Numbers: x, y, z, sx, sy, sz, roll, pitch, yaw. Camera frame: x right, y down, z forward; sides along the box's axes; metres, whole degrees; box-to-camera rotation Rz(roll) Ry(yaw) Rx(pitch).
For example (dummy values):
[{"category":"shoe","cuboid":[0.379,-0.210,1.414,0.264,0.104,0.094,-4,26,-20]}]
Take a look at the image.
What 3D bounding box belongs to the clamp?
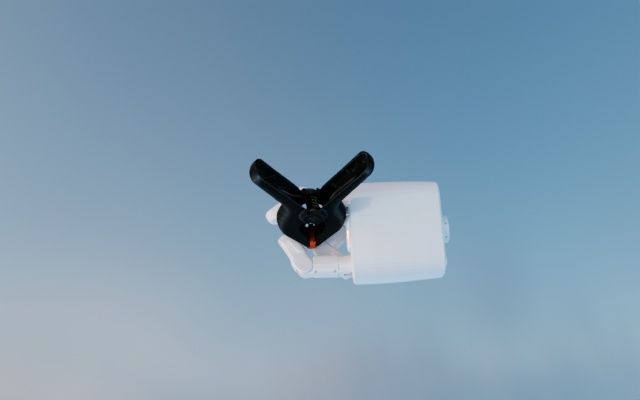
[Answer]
[{"category":"clamp","cuboid":[0.000,0.002,0.517,0.120,0.039,0.172,-4,-28,6]}]
